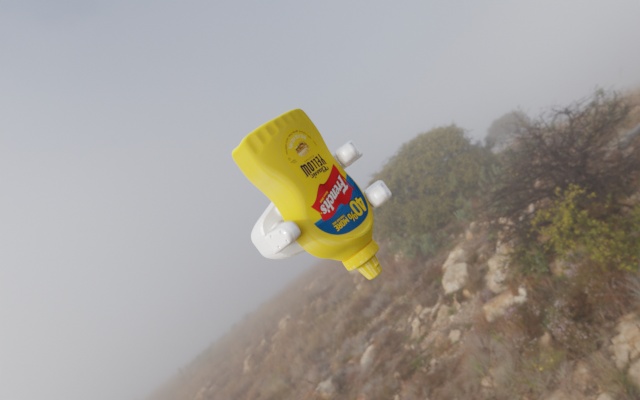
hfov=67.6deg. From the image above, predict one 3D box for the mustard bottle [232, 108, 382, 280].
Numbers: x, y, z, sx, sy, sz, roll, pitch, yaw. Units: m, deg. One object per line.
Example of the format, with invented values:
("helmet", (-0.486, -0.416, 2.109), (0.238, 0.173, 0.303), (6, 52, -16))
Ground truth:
("mustard bottle", (0.000, 0.001, 0.497), (0.096, 0.191, 0.058), (-38, 2, -43))
